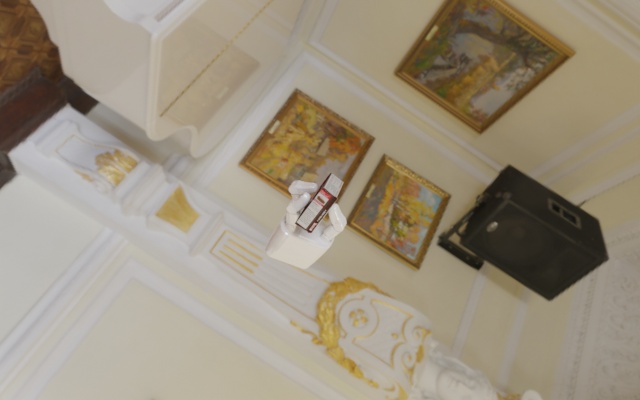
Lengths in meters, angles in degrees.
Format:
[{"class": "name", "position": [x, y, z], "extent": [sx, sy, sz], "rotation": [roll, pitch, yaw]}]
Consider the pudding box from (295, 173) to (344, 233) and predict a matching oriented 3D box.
[{"class": "pudding box", "position": [0.000, 0.003, 0.899], "extent": [0.039, 0.090, 0.113], "rotation": [35, 19, -4]}]
